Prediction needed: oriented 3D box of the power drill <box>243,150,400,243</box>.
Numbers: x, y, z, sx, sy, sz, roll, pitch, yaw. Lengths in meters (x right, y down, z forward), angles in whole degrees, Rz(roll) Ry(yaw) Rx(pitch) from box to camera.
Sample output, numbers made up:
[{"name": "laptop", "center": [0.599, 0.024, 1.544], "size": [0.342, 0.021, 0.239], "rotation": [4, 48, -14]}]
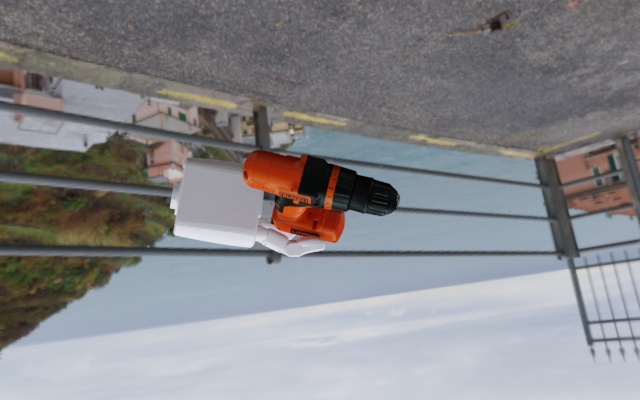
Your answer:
[{"name": "power drill", "center": [0.000, 0.002, 0.619], "size": [0.184, 0.057, 0.188], "rotation": [15, -20, 4]}]
